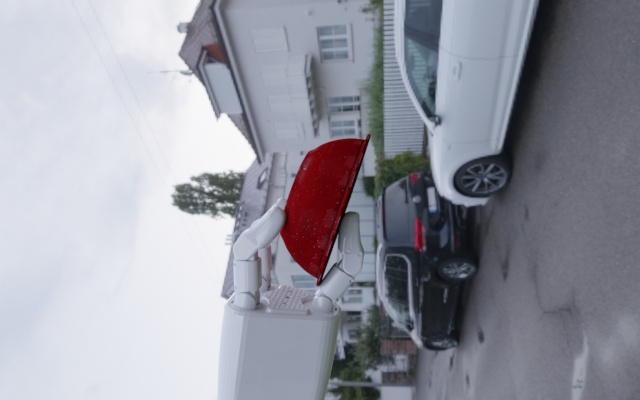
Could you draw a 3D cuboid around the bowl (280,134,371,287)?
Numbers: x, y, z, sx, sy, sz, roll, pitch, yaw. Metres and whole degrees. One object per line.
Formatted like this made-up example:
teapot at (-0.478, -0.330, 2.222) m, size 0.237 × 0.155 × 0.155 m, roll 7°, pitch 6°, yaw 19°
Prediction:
bowl at (0.000, 0.000, 0.484) m, size 0.055 × 0.162 × 0.162 m, roll 19°, pitch 1°, yaw 4°
